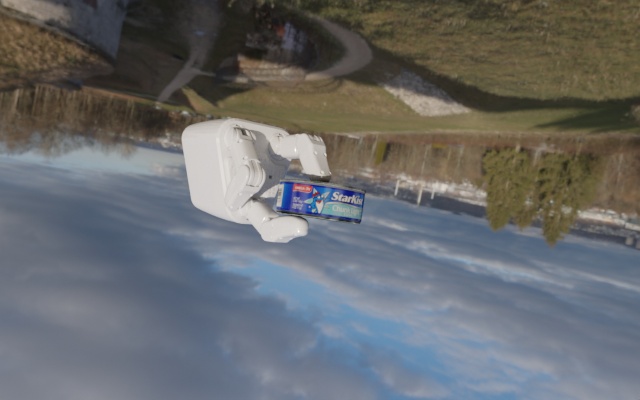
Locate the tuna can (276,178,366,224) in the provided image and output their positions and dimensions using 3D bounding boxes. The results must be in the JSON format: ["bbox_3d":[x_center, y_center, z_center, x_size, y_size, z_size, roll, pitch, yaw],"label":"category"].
[{"bbox_3d":[0.000,0.002,0.469,0.086,0.034,0.086,8,-3,0],"label":"tuna can"}]
